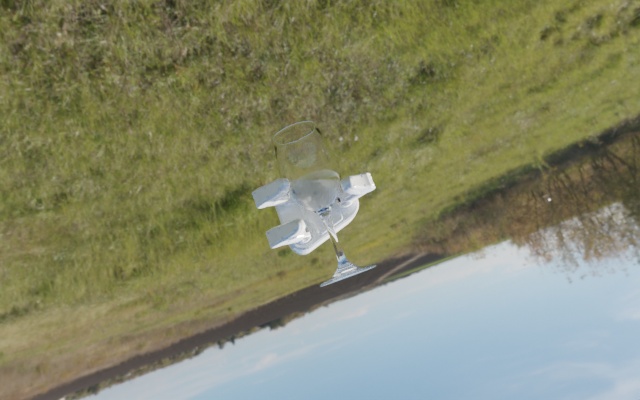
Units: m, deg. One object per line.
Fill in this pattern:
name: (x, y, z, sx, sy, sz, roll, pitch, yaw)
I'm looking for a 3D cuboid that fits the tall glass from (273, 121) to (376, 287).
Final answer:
tall glass: (0.000, 0.003, 0.609, 0.079, 0.201, 0.079, -20, -11, -4)
